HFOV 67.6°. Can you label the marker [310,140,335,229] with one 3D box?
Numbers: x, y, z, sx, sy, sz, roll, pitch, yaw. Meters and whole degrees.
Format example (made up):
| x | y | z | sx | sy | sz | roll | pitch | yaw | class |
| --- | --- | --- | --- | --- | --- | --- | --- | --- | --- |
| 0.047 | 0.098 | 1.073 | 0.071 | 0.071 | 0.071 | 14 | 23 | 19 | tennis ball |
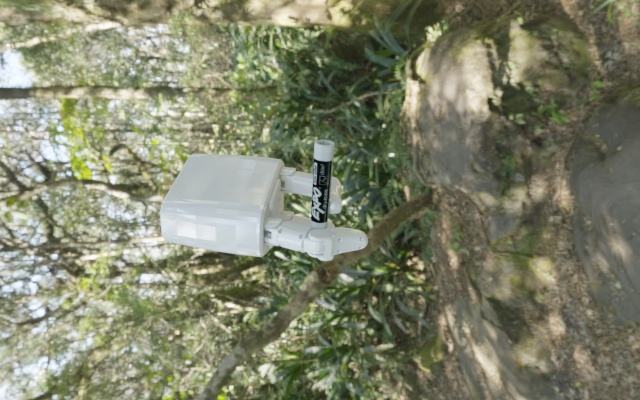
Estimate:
| x | y | z | sx | sy | sz | roll | pitch | yaw | class |
| --- | --- | --- | --- | --- | --- | --- | --- | --- | --- |
| 0.000 | 0.002 | 0.464 | 0.020 | 0.121 | 0.020 | 3 | 25 | -1 | marker |
